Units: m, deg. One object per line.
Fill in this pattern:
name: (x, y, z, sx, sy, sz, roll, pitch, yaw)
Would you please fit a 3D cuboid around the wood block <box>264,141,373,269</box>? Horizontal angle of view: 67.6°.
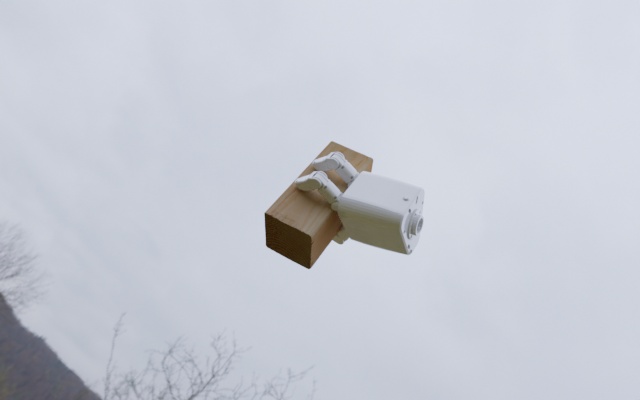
wood block: (0.001, 0.003, 0.813, 0.090, 0.091, 0.206, 25, 50, 19)
